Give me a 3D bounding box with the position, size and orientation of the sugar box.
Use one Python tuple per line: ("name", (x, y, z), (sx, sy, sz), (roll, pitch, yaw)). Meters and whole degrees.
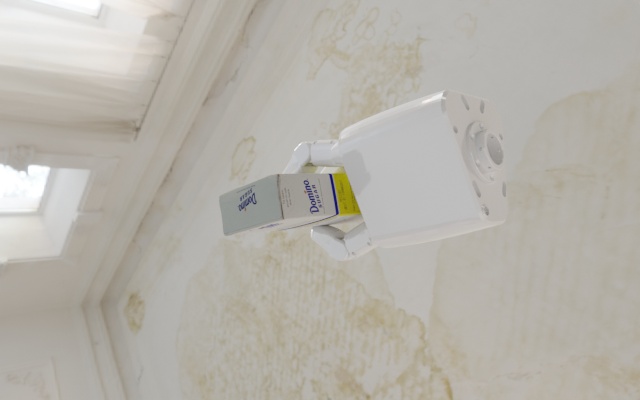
("sugar box", (0.000, 0.001, 0.473), (0.176, 0.048, 0.093), (0, -12, -44))
